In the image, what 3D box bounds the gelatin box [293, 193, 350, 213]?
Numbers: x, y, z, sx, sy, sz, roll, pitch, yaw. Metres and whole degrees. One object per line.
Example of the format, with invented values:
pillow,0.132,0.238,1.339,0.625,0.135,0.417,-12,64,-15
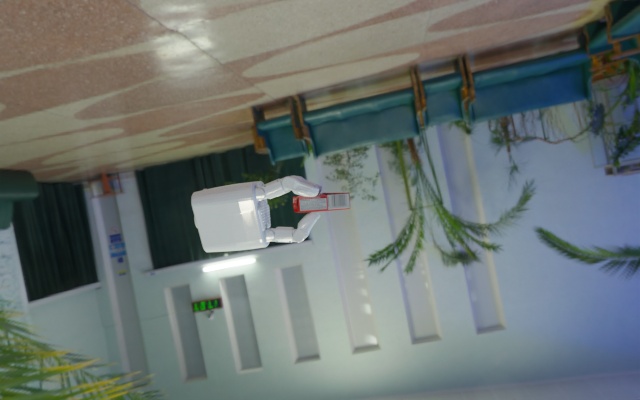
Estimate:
gelatin box,0.001,0.003,0.807,0.089,0.030,0.073,-4,1,-8
